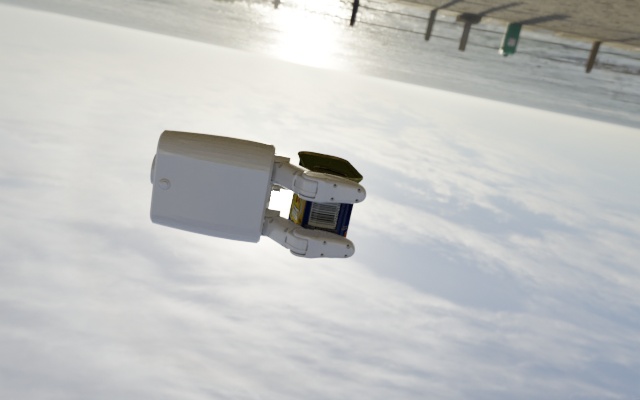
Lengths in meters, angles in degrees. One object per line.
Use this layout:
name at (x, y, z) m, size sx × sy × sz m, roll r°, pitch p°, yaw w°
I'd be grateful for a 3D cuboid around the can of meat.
can of meat at (0.000, 0.002, 0.493) m, size 0.057 × 0.084 × 0.102 m, roll 9°, pitch 15°, yaw -12°
